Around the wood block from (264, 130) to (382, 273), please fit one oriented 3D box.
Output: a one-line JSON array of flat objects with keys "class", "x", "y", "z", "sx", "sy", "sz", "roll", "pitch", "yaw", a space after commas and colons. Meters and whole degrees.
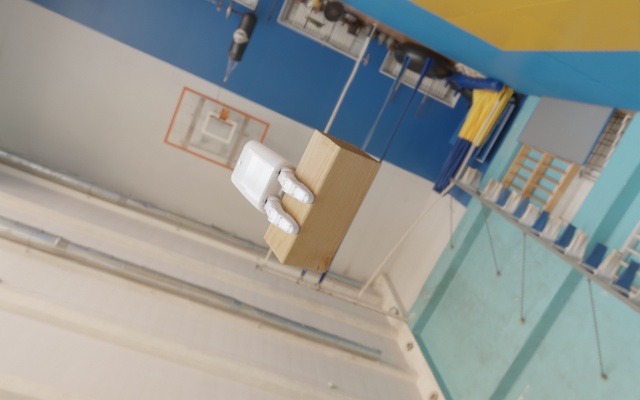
[{"class": "wood block", "x": 0.000, "y": 0.003, "z": 0.786, "sx": 0.091, "sy": 0.206, "sz": 0.090, "roll": 17, "pitch": 17, "yaw": -35}]
